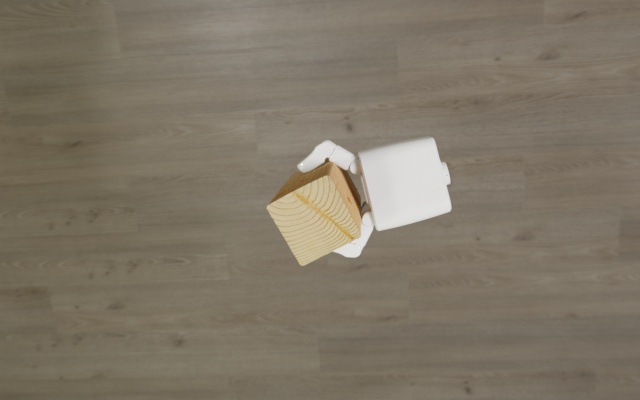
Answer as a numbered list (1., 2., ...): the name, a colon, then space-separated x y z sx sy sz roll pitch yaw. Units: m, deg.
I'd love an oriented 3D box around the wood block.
1. wood block: 0.000 0.002 0.683 0.090 0.091 0.206 -27 9 10
